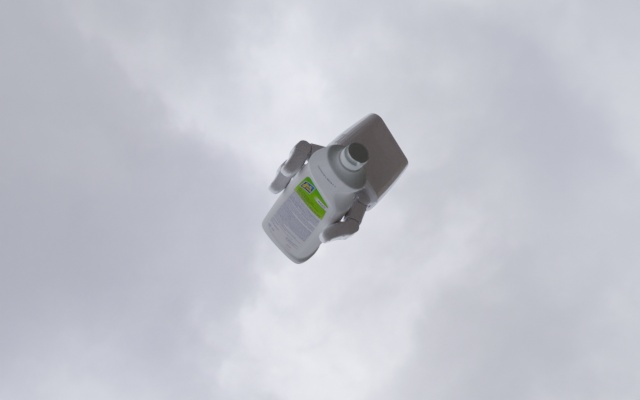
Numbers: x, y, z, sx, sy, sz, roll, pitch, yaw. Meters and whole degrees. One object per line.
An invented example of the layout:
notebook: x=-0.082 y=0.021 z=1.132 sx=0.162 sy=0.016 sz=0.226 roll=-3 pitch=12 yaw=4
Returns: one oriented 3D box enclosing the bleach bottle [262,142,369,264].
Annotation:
bleach bottle: x=0.000 y=0.002 z=0.671 sx=0.068 sy=0.102 sz=0.251 roll=-44 pitch=-2 yaw=-36
